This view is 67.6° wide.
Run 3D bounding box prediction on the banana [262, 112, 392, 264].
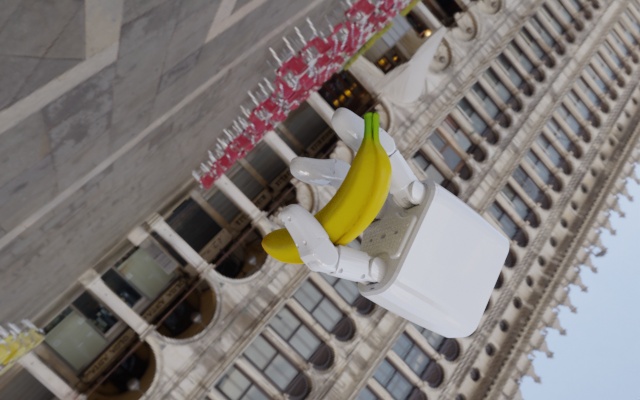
[{"bbox_3d":[0.005,0.014,0.420,0.037,0.069,0.198,14,-43,-31],"label":"banana"}]
